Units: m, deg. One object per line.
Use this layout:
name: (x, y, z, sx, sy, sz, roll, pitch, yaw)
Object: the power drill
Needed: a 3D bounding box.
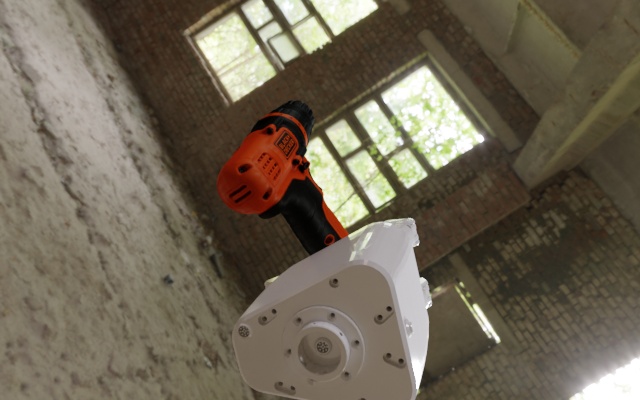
power drill: (0.000, 0.002, 0.448, 0.057, 0.188, 0.184, -33, 17, 29)
